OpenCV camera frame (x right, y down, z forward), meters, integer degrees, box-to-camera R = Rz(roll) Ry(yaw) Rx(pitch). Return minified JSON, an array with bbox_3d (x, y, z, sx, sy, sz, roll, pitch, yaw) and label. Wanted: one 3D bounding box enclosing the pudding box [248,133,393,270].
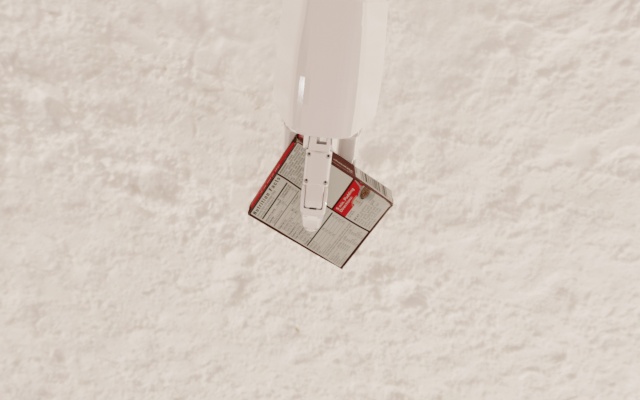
[{"bbox_3d":[0.000,0.002,0.462,0.113,0.090,0.039,33,20,-10],"label":"pudding box"}]
